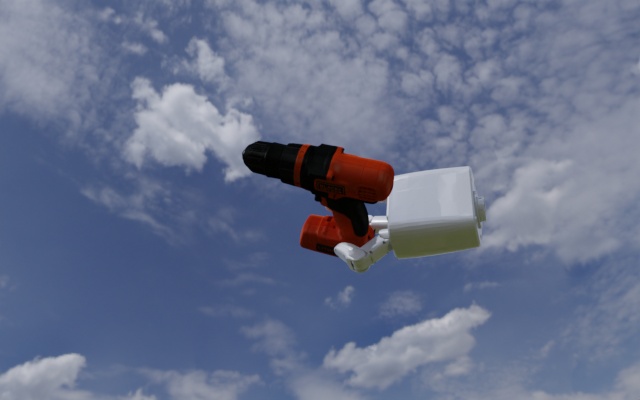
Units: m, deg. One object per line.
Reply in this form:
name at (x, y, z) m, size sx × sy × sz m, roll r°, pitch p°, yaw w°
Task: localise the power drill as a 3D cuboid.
power drill at (0.000, 0.002, 0.614) m, size 0.184 × 0.057 × 0.188 m, roll 14°, pitch -31°, yaw 15°
